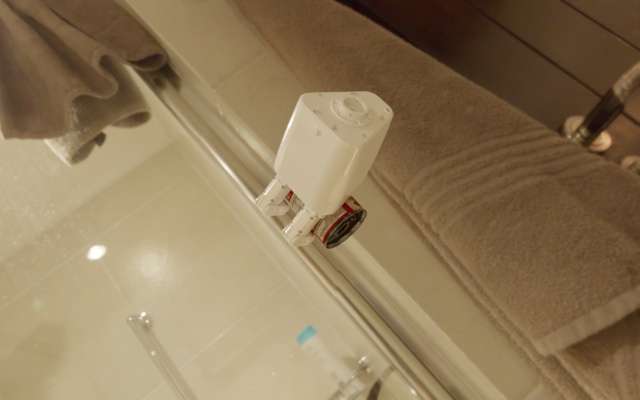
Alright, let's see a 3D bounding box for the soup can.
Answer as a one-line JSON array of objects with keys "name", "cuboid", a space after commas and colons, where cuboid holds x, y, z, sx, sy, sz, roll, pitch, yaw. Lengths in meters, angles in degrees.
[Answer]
[{"name": "soup can", "cuboid": [0.000, 0.002, 0.609, 0.102, 0.068, 0.068, 47, 21, 21]}]
